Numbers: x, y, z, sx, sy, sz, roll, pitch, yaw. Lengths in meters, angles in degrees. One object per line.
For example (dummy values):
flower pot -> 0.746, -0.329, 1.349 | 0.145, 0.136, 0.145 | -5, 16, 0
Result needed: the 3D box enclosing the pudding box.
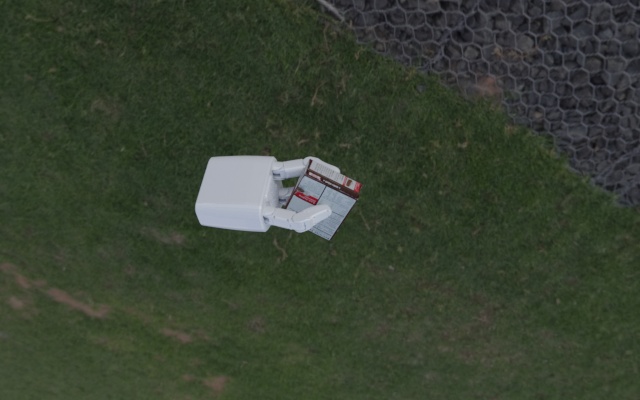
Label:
pudding box -> 0.000, 0.002, 0.727 | 0.090, 0.039, 0.114 | 25, -44, -6
